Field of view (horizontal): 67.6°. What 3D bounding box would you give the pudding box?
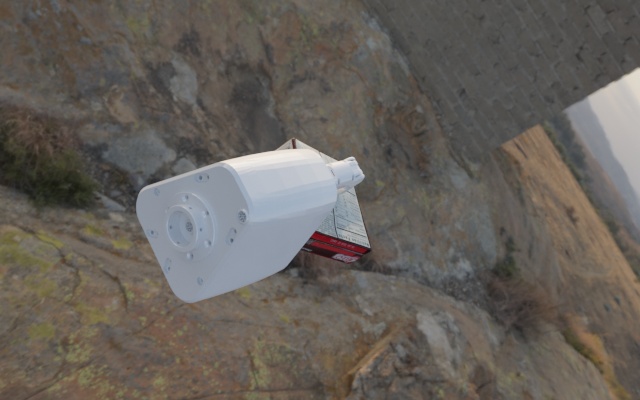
[{"bbox_3d":[0.000,0.001,0.483,0.039,0.113,0.090,-33,-37,32],"label":"pudding box"}]
